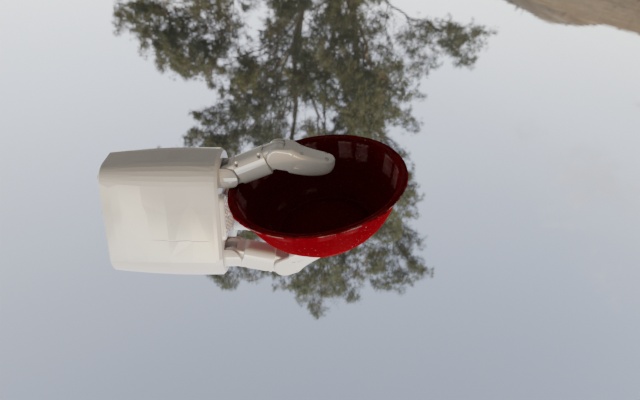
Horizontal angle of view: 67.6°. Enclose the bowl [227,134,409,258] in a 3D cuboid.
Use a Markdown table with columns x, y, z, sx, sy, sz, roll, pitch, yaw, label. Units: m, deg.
| x | y | z | sx | sy | sz | roll | pitch | yaw | label |
| --- | --- | --- | --- | --- | --- | --- | --- | --- | --- |
| 0.001 | 0.002 | 0.438 | 0.162 | 0.055 | 0.162 | -7 | 35 | 5 | bowl |
